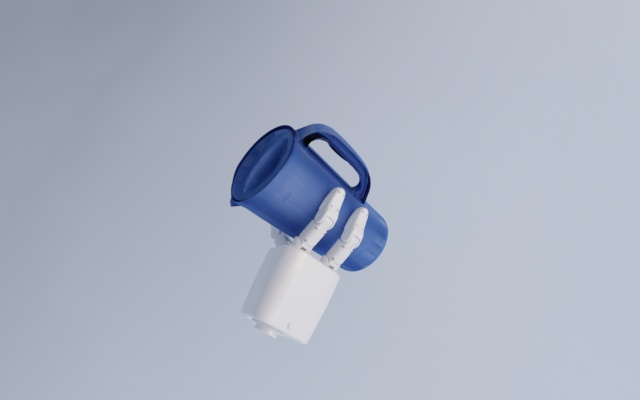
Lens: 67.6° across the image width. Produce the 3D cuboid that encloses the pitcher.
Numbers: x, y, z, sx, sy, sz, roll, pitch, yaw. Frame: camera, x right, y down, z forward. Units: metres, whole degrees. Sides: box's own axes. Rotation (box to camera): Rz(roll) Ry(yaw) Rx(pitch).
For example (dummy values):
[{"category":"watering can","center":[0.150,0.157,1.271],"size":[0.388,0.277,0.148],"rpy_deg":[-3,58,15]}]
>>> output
[{"category":"pitcher","center":[0.000,0.003,0.719],"size":[0.243,0.145,0.149],"rpy_deg":[38,-22,-31]}]
